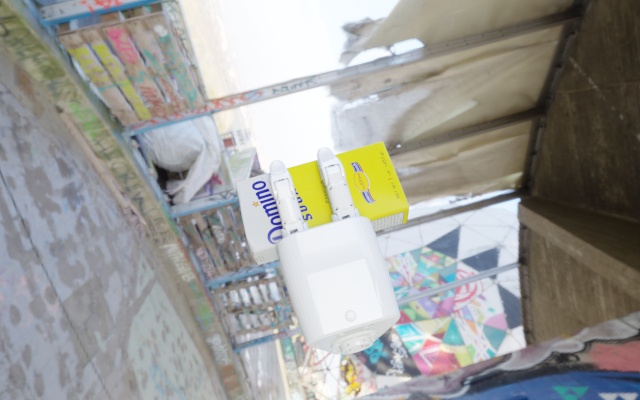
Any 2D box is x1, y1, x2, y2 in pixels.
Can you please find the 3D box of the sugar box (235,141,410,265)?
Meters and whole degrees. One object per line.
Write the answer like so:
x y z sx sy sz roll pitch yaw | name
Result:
0.000 0.002 0.536 0.176 0.093 0.048 -15 -27 -5 | sugar box
